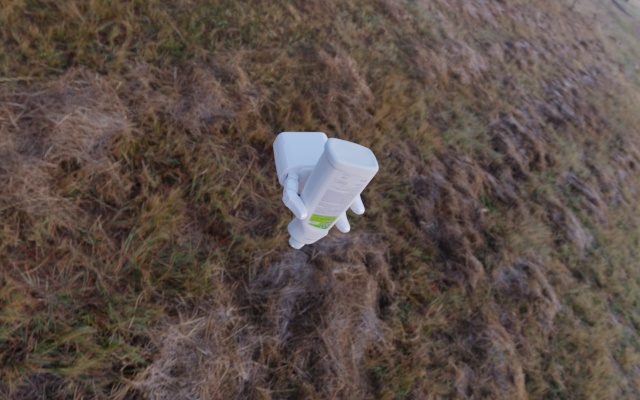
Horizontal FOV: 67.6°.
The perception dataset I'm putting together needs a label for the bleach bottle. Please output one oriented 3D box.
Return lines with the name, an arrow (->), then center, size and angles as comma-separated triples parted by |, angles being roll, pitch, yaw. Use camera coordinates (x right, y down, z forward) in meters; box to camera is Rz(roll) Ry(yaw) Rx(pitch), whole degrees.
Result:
bleach bottle -> 0.000, 0.003, 0.878 | 0.102, 0.068, 0.251 | 11, -46, -29
